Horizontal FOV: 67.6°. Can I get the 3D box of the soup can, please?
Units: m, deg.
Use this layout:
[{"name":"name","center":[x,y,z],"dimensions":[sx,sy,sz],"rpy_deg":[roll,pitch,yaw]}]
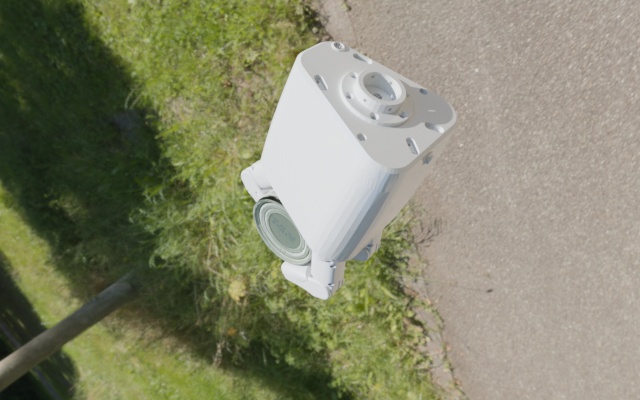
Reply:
[{"name":"soup can","center":[0.000,0.002,0.418],"dimensions":[0.068,0.068,0.102],"rpy_deg":[0,30,47]}]
